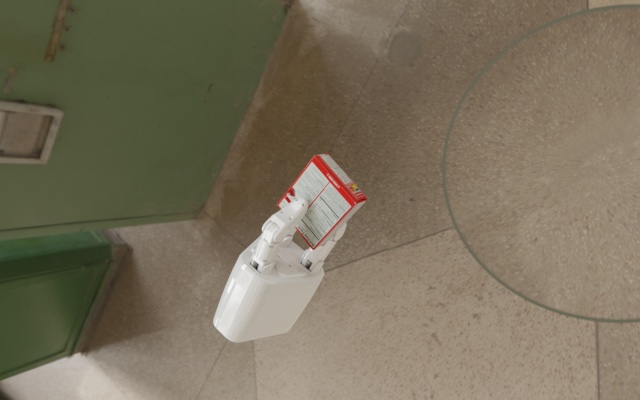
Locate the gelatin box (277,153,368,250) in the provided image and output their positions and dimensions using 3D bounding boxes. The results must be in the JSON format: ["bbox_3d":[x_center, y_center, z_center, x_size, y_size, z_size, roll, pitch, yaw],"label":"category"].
[{"bbox_3d":[0.000,0.002,0.552,0.030,0.073,0.089,-19,-26,-53],"label":"gelatin box"}]
